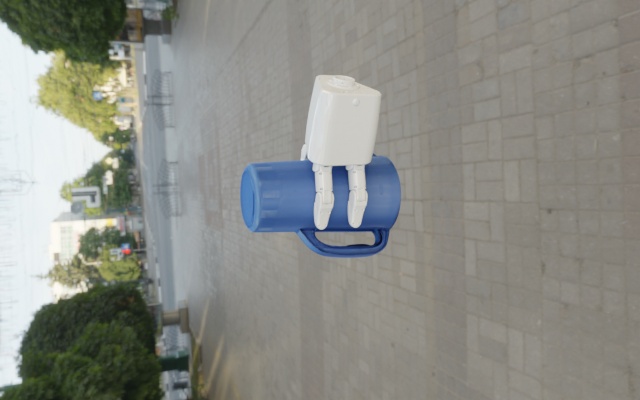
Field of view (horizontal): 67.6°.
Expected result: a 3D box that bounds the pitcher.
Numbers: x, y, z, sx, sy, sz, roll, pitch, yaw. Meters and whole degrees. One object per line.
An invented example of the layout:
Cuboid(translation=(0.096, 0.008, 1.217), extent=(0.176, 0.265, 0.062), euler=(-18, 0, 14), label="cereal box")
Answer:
Cuboid(translation=(0.000, 0.002, 0.776), extent=(0.243, 0.145, 0.149), euler=(-2, 28, -22), label="pitcher")
